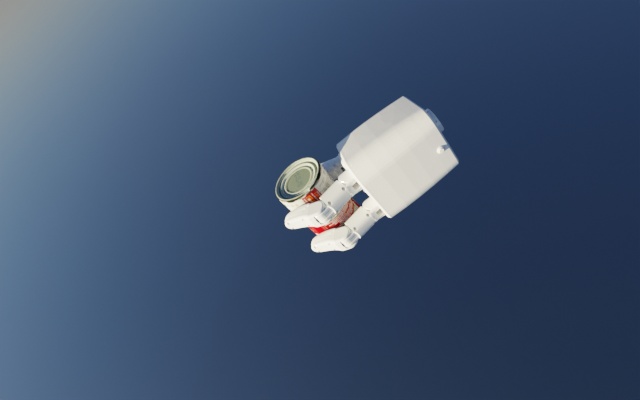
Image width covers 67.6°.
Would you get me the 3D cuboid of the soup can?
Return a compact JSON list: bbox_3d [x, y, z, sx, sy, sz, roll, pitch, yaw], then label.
[{"bbox_3d":[0.000,0.002,0.602,0.068,0.068,0.102,0,-34,42],"label":"soup can"}]
